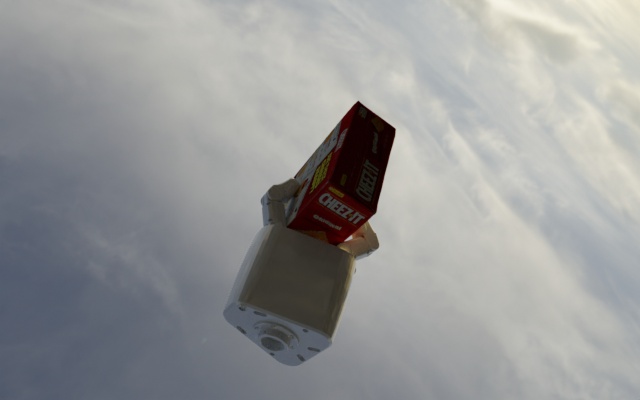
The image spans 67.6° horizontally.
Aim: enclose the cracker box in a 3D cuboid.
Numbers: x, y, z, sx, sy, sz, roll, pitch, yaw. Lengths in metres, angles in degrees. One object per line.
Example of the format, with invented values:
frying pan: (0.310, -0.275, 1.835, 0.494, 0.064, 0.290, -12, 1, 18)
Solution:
cracker box: (0.000, 0.002, 0.612, 0.072, 0.164, 0.214, 32, -46, -13)
